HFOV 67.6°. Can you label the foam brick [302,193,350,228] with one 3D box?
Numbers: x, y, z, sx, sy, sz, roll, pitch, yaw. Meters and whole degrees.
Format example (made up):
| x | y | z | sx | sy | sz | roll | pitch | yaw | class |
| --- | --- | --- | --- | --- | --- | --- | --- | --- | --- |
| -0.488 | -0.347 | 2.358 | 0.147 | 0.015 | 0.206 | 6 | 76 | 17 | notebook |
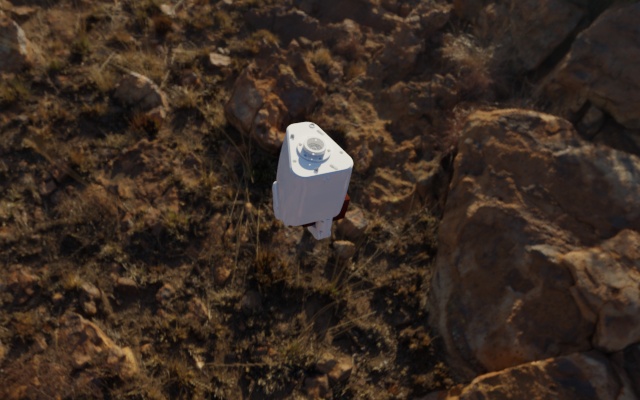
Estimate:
| x | y | z | sx | sy | sz | roll | pitch | yaw | class |
| --- | --- | --- | --- | --- | --- | --- | --- | --- | --- |
| 0.000 | 0.002 | 0.776 | 0.078 | 0.053 | 0.051 | -13 | -37 | -22 | foam brick |
